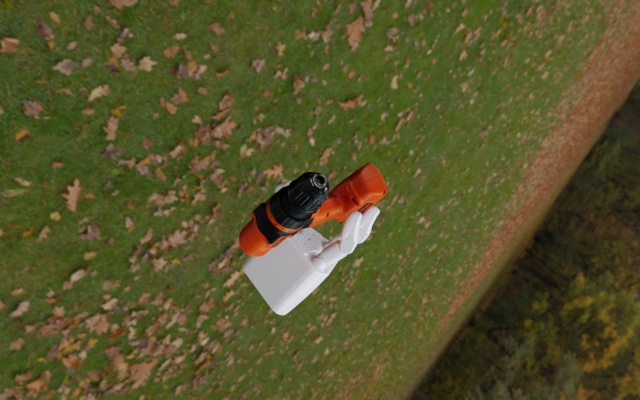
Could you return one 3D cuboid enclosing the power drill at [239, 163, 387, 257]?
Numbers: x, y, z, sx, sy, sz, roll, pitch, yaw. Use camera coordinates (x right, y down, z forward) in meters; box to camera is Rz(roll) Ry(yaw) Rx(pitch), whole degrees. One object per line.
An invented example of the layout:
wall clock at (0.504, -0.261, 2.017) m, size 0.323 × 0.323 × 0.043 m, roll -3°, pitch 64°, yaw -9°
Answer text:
power drill at (0.000, 0.002, 0.628) m, size 0.187 × 0.057 × 0.184 m, roll -17°, pitch -14°, yaw -41°
